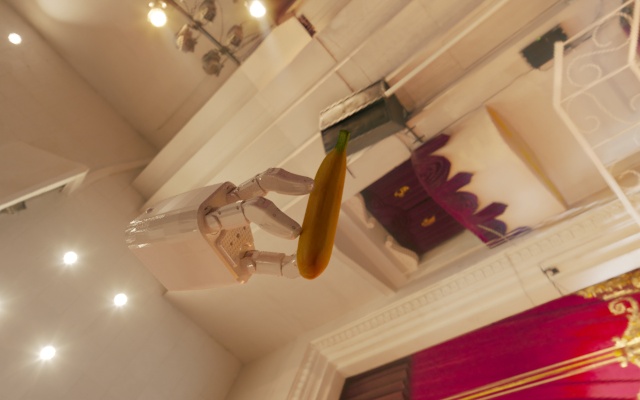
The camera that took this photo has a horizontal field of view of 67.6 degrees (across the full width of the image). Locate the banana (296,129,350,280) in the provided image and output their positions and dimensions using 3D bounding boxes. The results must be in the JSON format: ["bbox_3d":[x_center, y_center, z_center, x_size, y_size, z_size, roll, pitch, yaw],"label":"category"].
[{"bbox_3d":[0.001,0.011,0.504,0.037,0.197,0.070,7,-41,6],"label":"banana"}]
